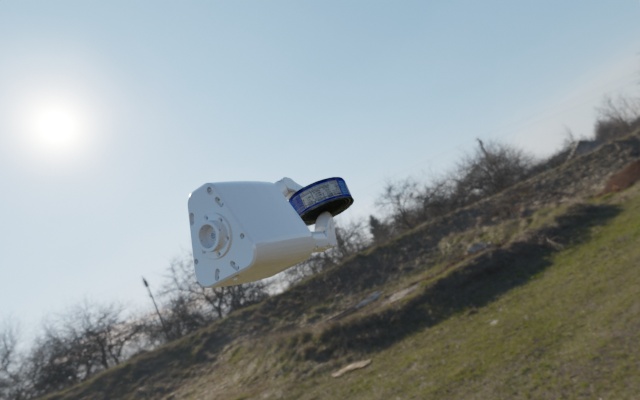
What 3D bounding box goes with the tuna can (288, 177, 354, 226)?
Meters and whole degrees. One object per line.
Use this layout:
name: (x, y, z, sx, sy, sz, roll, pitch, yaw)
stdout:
tuna can: (0.000, 0.002, 0.648, 0.086, 0.033, 0.086, -21, -16, -6)
